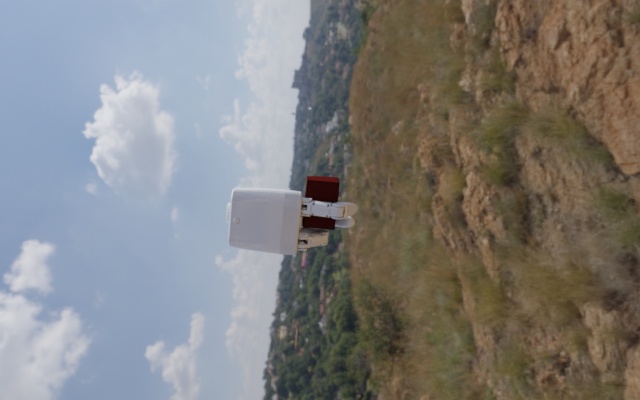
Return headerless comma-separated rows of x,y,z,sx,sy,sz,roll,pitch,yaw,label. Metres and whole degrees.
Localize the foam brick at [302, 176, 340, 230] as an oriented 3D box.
0.000,0.002,0.759,0.051,0.078,0.053,6,10,-3,foam brick
